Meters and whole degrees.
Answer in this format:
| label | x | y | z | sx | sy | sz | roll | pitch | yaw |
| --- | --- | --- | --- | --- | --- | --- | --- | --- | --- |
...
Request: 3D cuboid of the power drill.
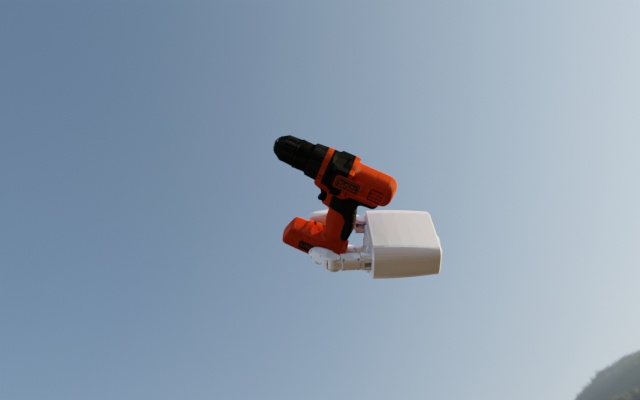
| label | x | y | z | sx | sy | sz | roll | pitch | yaw |
| --- | --- | --- | --- | --- | --- | --- | --- | --- | --- |
| power drill | 0.000 | 0.003 | 0.720 | 0.184 | 0.188 | 0.057 | 24 | 44 | 2 |
